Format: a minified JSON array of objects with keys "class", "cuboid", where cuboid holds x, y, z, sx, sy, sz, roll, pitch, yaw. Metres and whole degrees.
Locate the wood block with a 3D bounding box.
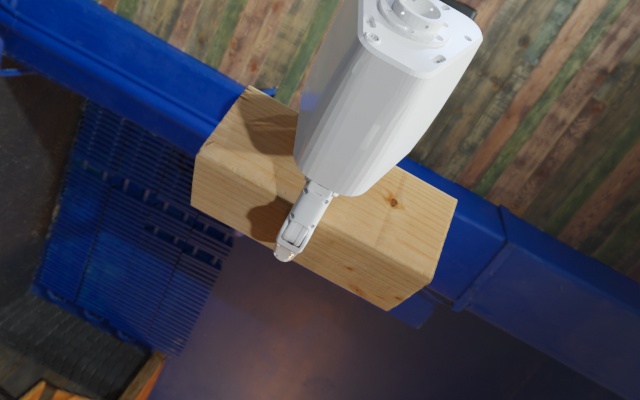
[{"class":"wood block","cuboid":[0.000,0.001,0.424,0.206,0.090,0.090,29,-32,-2]}]
